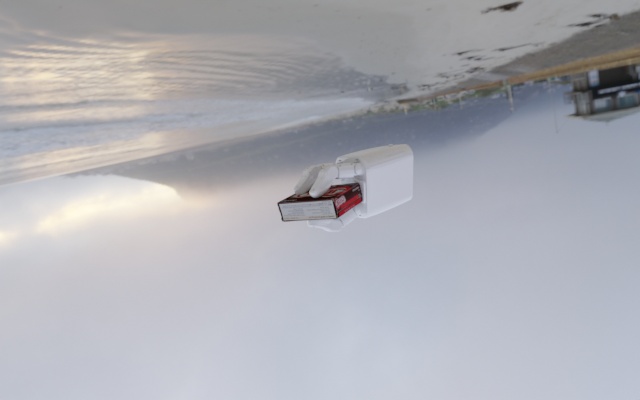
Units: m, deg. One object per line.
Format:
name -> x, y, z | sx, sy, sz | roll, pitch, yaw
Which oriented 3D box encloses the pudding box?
pudding box -> 0.000, 0.003, 0.790 | 0.113, 0.039, 0.090 | -7, 13, 34
